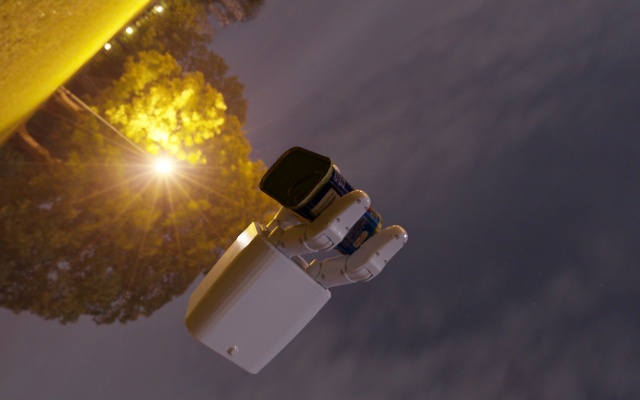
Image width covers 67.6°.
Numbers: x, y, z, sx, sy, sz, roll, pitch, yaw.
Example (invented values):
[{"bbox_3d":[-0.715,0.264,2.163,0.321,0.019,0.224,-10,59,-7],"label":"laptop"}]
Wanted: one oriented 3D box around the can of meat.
[{"bbox_3d":[0.000,0.002,0.457,0.084,0.057,0.102,45,-8,-29],"label":"can of meat"}]
